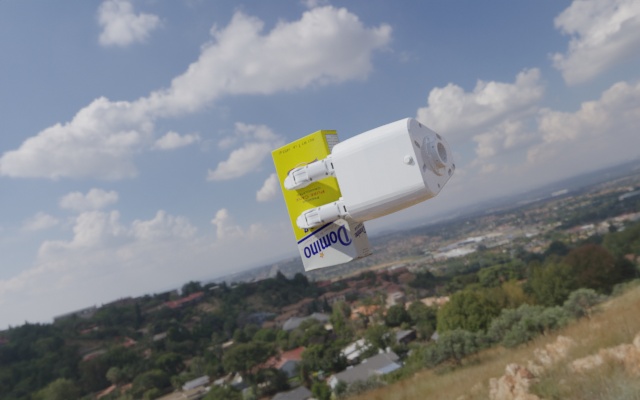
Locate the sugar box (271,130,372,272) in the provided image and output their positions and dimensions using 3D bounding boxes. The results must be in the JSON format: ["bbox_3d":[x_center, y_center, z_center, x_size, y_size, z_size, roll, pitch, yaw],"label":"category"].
[{"bbox_3d":[0.000,0.002,0.652,0.093,0.176,0.048,-19,-6,34],"label":"sugar box"}]
